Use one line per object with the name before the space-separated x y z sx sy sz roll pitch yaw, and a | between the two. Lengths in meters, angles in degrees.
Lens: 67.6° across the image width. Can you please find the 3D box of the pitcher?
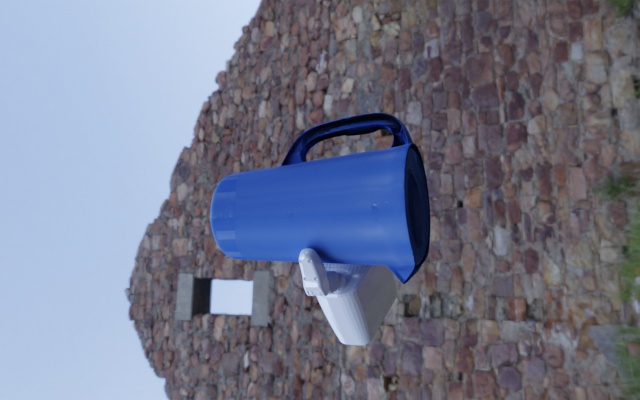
pitcher | 0.000 0.002 0.555 0.243 0.145 0.149 -4 39 22
